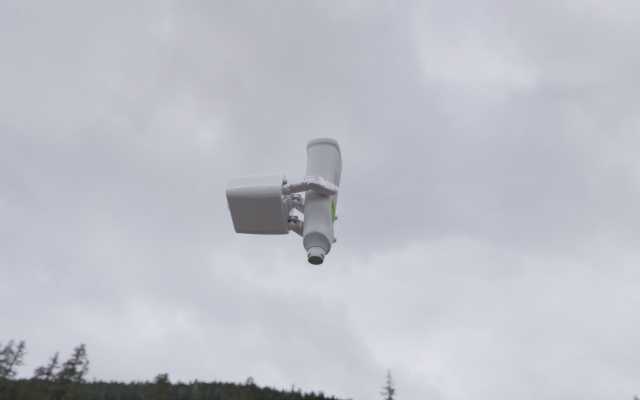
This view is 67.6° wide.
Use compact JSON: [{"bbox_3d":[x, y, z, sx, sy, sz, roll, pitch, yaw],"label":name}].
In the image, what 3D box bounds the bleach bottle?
[{"bbox_3d":[0.000,0.003,0.894,0.068,0.250,0.103,-3,-41,11],"label":"bleach bottle"}]
